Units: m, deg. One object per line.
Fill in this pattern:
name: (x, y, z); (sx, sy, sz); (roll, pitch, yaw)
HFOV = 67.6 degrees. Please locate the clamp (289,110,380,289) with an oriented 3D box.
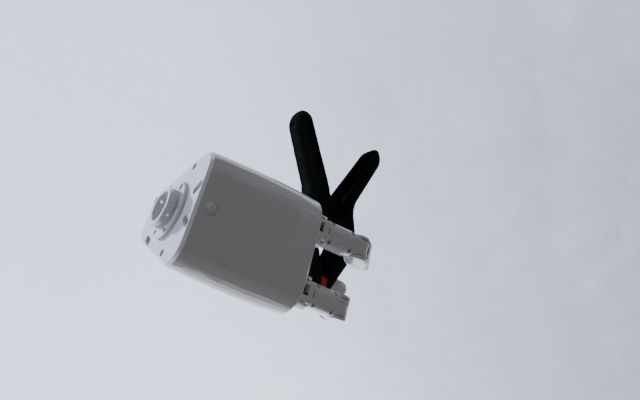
clamp: (0.000, 0.002, 0.461); (0.120, 0.171, 0.039); (29, -25, -32)
